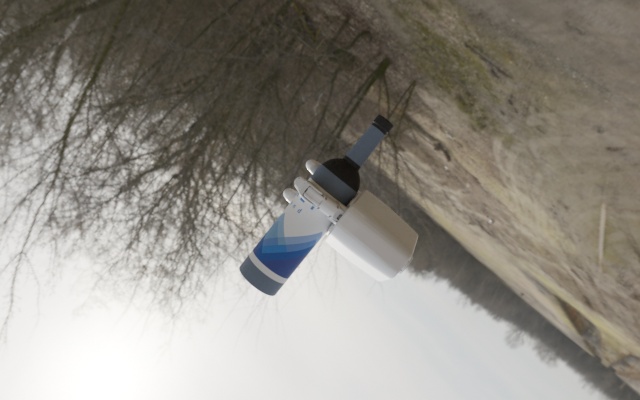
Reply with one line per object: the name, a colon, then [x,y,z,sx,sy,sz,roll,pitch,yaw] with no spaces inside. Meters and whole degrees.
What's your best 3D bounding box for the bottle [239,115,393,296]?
bottle: [0.000,0.002,0.680,0.069,0.296,0.069,38,5,-4]
